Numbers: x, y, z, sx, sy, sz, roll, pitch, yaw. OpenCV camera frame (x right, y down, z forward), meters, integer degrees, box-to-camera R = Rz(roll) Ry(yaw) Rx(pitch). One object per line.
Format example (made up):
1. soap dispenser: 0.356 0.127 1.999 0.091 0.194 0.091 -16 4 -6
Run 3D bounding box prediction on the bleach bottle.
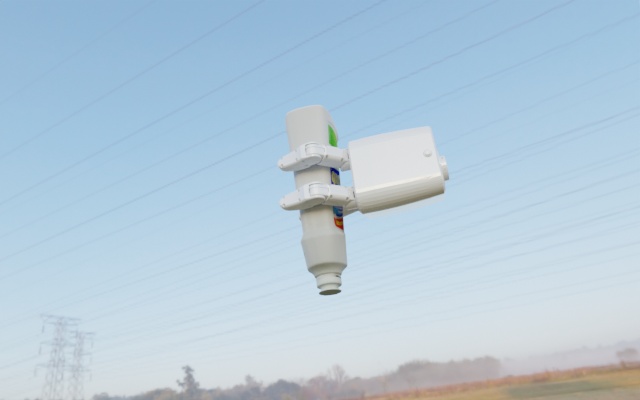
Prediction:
1. bleach bottle: 0.000 0.002 0.636 0.068 0.250 0.103 -12 -26 10
